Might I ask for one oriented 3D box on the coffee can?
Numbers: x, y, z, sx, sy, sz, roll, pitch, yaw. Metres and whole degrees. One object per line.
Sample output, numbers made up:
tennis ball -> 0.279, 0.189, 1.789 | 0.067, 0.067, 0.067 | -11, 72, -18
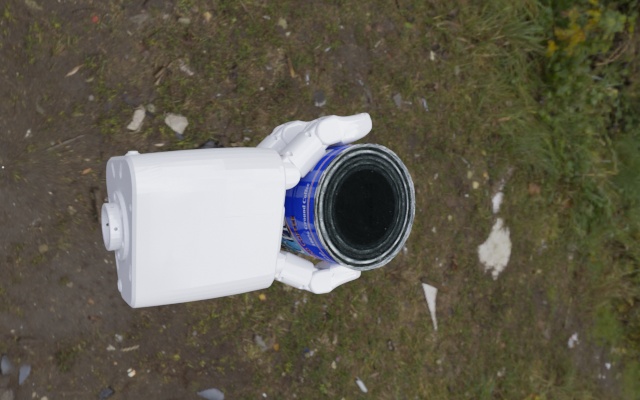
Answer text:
coffee can -> 0.000, 0.001, 0.436 | 0.103, 0.103, 0.140 | 0, 3, -34
